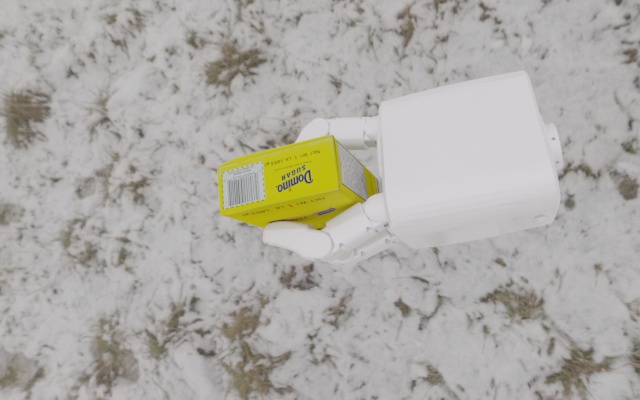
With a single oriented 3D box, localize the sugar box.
[{"bbox_3d":[0.000,0.002,0.403,0.093,0.048,0.176,-12,-18,20],"label":"sugar box"}]
